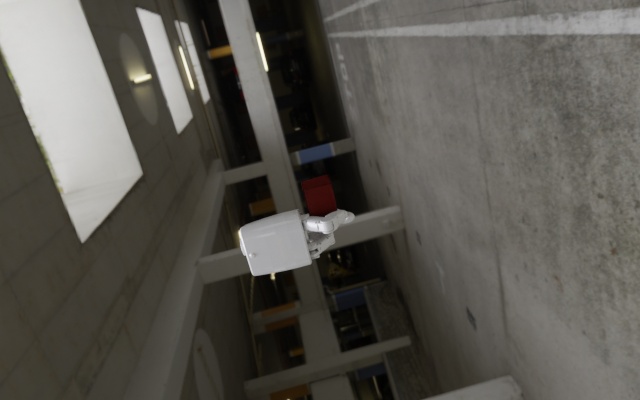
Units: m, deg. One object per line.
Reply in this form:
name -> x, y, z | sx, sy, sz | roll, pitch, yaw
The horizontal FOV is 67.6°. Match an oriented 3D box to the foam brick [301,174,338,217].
foam brick -> 0.000, 0.002, 0.834 | 0.051, 0.078, 0.053 | -13, 19, 0
